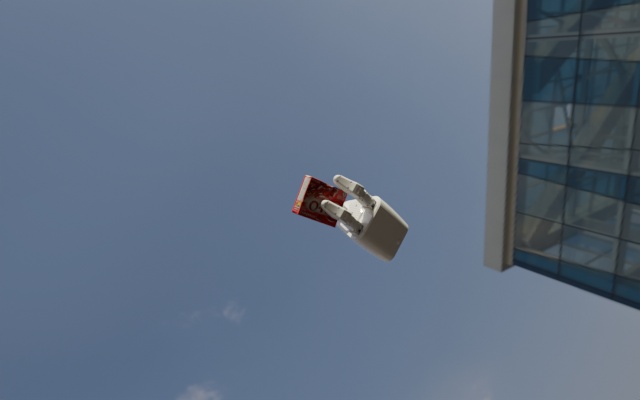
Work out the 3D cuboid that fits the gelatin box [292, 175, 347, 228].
[{"bbox_3d":[0.000,0.003,0.884,0.089,0.073,0.030,22,-2,-31],"label":"gelatin box"}]
